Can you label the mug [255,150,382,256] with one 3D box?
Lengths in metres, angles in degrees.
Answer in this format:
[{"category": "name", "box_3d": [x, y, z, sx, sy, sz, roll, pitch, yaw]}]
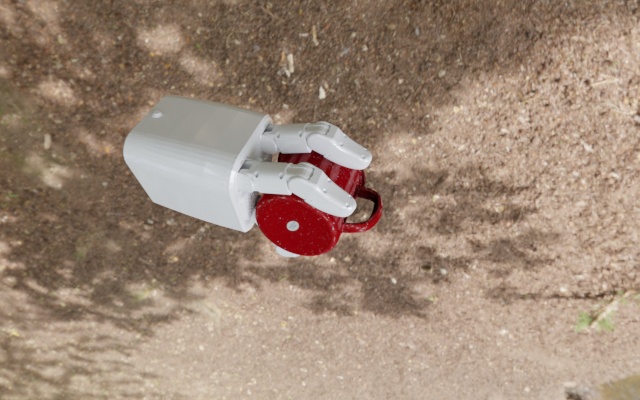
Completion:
[{"category": "mug", "box_3d": [0.001, 0.002, 0.454, 0.117, 0.081, 0.093, 15, -42, 10]}]
